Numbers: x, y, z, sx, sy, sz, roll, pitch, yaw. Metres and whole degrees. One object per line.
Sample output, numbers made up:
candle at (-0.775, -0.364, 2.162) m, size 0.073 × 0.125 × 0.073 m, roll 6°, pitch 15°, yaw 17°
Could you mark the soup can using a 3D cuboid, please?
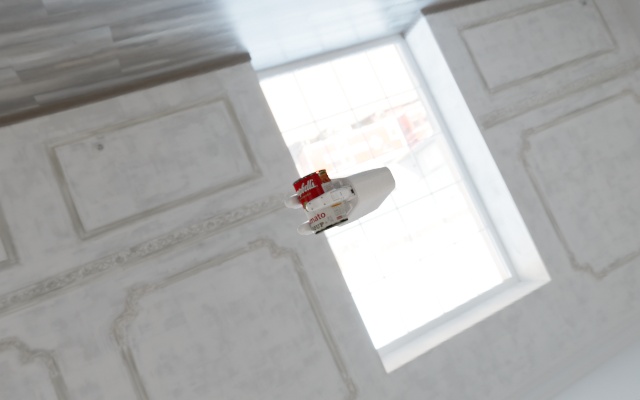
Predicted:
soup can at (0.000, 0.003, 0.863) m, size 0.068 × 0.102 × 0.068 m, roll -24°, pitch -6°, yaw -3°
